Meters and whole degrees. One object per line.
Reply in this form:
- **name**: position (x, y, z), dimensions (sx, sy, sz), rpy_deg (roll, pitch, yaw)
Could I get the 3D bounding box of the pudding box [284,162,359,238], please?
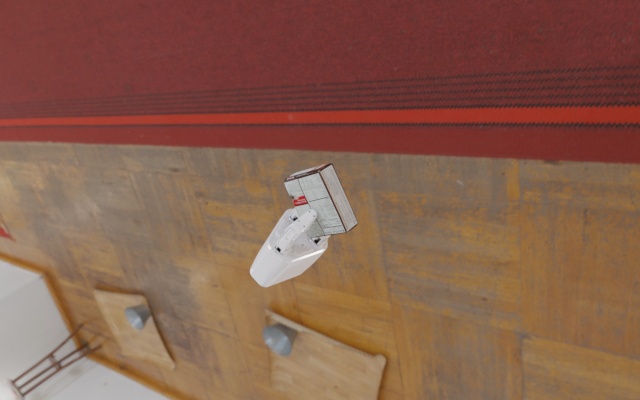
- **pudding box**: position (0.000, 0.003, 0.778), dimensions (0.090, 0.113, 0.039), rpy_deg (-13, 18, 44)
